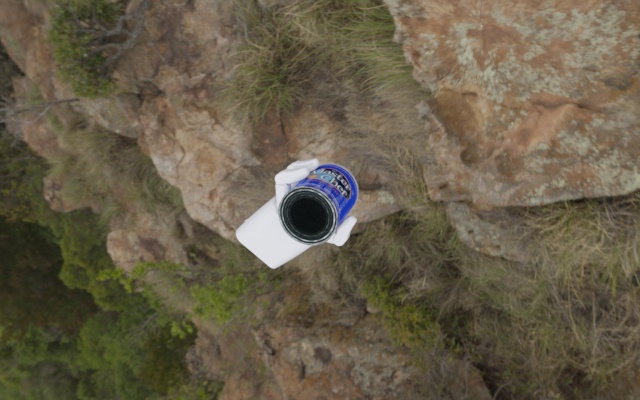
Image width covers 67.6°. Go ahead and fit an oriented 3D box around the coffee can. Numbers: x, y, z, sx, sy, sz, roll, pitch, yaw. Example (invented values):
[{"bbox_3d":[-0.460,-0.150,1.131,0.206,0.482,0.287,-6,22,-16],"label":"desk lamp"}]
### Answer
[{"bbox_3d":[0.000,0.003,0.827,0.103,0.103,0.140,0,19,19],"label":"coffee can"}]
